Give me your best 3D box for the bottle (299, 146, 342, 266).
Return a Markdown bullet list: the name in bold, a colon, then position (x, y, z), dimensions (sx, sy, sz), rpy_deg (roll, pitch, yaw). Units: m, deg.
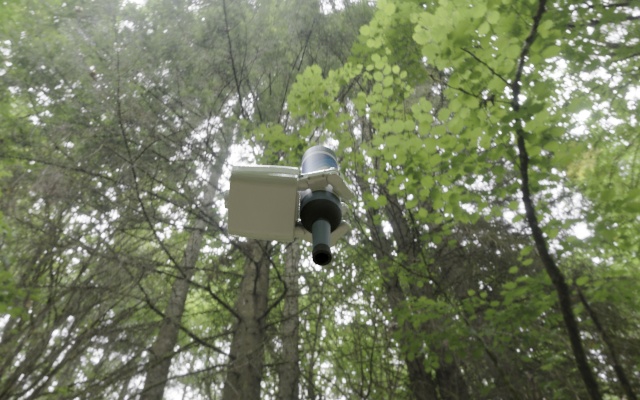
- **bottle**: position (0.000, 0.002, 0.772), dimensions (0.069, 0.069, 0.295), rpy_deg (0, 31, -1)
